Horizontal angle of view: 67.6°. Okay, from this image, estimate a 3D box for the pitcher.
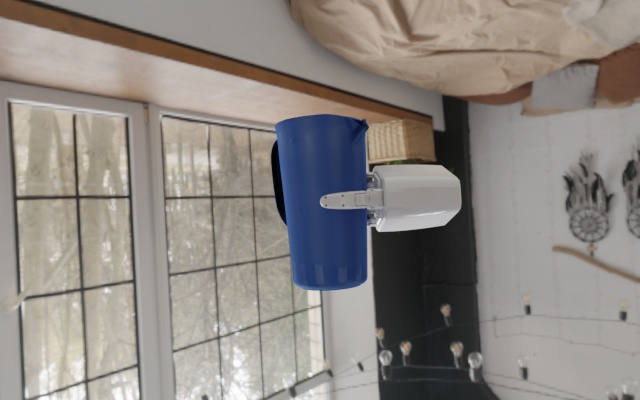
[{"bbox_3d":[0.000,0.002,0.699,0.145,0.243,0.149,-3,-1,-2],"label":"pitcher"}]
